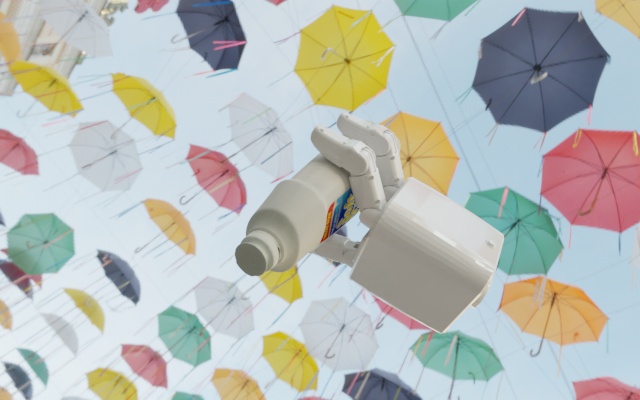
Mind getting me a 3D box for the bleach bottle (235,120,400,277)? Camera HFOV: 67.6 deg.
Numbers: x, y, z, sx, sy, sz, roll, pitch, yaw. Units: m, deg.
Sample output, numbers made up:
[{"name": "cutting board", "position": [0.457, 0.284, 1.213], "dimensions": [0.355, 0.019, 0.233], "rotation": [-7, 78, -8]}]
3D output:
[{"name": "bleach bottle", "position": [0.000, 0.001, 0.455], "dimensions": [0.068, 0.103, 0.250], "rotation": [31, 34, 12]}]
